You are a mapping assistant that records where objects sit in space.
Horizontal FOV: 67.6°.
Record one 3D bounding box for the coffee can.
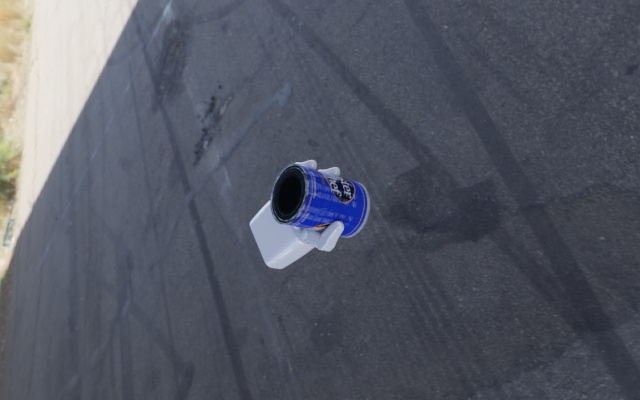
[{"bbox_3d":[0.000,0.003,0.820,0.140,0.103,0.103,15,-9,-38],"label":"coffee can"}]
